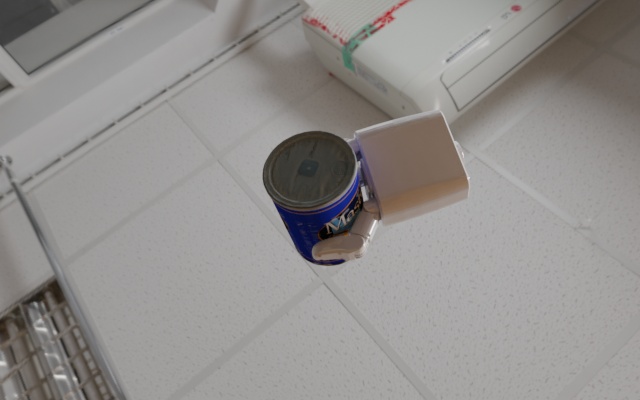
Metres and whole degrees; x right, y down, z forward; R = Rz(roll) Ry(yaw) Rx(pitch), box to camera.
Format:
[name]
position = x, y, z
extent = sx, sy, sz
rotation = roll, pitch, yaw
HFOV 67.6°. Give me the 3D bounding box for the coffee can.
[coffee can]
position = 0.000, 0.002, 0.564
extent = 0.103, 0.102, 0.140
rotation = 0, -32, 12
